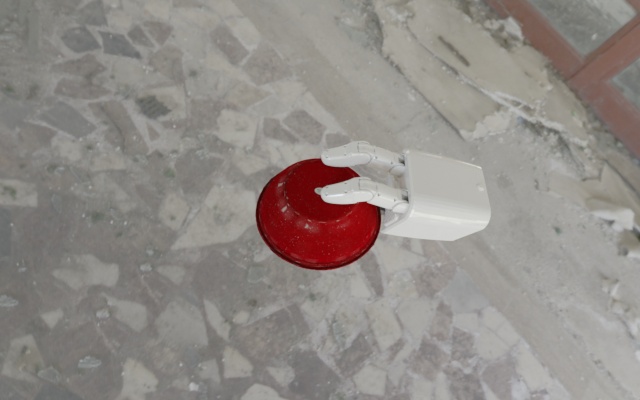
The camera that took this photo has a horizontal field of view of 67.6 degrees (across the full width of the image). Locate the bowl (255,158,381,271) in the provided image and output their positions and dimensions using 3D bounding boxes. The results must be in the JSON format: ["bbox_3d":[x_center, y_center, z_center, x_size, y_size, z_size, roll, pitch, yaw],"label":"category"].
[{"bbox_3d":[-0.001,0.002,0.589,0.162,0.162,0.055,0,-33,-5],"label":"bowl"}]
